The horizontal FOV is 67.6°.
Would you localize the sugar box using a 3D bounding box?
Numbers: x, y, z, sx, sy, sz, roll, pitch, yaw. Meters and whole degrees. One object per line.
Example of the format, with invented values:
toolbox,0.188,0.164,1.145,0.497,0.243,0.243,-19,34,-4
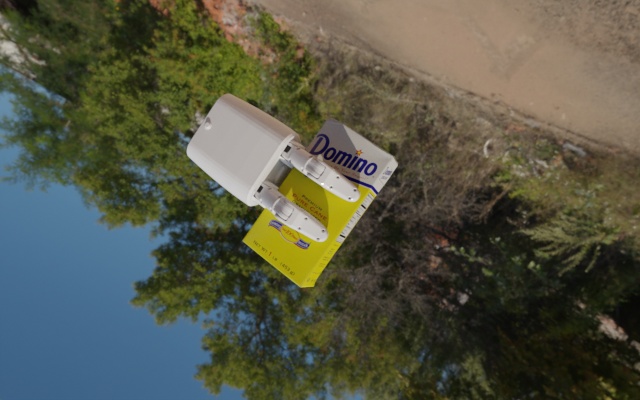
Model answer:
sugar box,0.000,0.002,0.546,0.093,0.176,0.048,35,3,19
